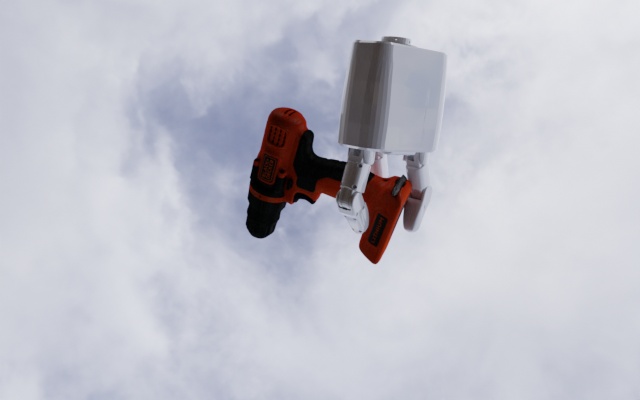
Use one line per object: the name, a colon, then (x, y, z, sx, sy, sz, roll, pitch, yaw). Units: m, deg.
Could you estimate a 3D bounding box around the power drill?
power drill: (0.001, 0.002, 0.574, 0.187, 0.184, 0.057, 25, 35, 10)
